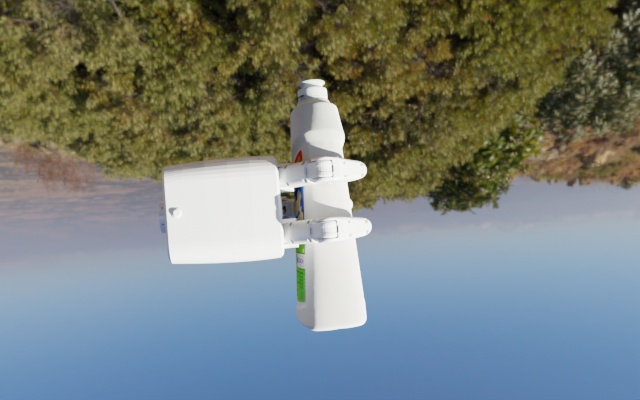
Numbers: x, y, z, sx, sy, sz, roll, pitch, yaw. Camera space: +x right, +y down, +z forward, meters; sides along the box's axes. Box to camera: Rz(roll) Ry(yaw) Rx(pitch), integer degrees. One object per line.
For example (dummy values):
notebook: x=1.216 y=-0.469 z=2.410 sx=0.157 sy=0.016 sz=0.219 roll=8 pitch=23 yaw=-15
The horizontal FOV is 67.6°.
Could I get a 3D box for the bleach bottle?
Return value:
bleach bottle: x=0.000 y=0.002 z=0.505 sx=0.068 sy=0.251 sz=0.102 roll=-4 pitch=-4 yaw=-10
